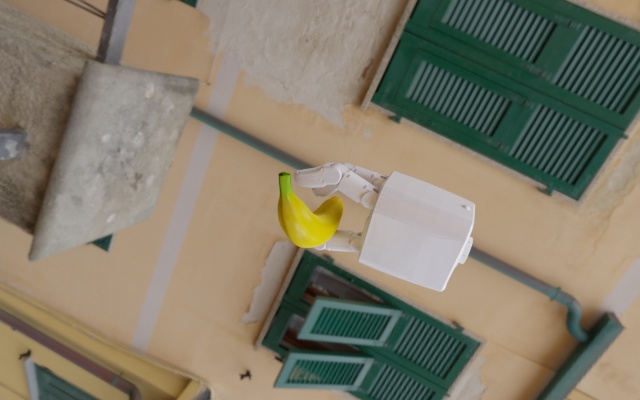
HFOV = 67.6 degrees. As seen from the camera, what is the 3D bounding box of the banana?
[{"bbox_3d":[-0.006,0.019,0.535,0.037,0.069,0.198,15,-3,17],"label":"banana"}]
